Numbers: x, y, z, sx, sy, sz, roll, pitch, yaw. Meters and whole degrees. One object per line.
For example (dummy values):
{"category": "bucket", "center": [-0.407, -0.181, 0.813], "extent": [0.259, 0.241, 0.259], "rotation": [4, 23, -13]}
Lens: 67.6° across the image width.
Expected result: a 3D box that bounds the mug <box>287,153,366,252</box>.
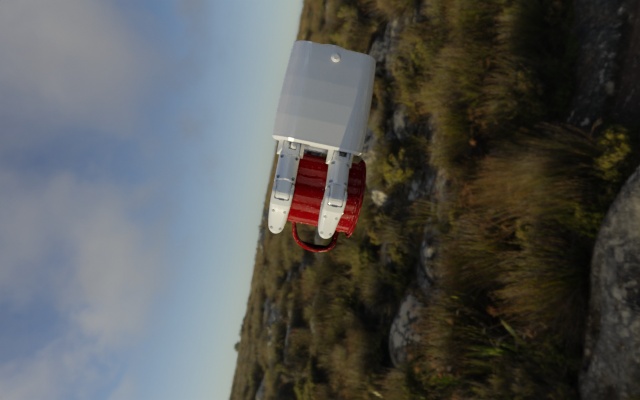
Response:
{"category": "mug", "center": [0.000, 0.003, 0.563], "extent": [0.081, 0.117, 0.093], "rotation": [11, 2, -6]}
